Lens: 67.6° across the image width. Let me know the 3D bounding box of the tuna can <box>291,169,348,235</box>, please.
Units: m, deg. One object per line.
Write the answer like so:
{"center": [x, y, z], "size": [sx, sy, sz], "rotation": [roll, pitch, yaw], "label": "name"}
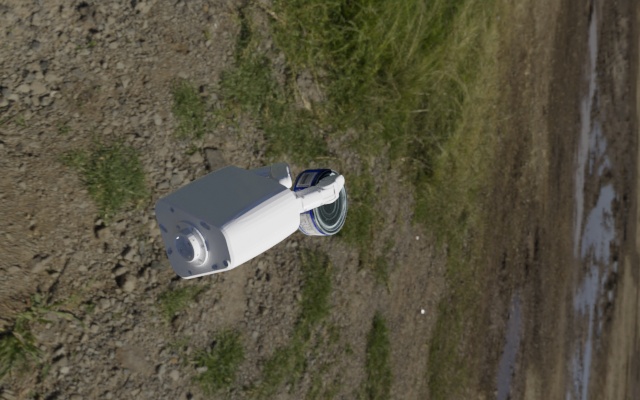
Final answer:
{"center": [0.001, 0.002, 0.611], "size": [0.034, 0.086, 0.086], "rotation": [-1, -1, 34], "label": "tuna can"}
